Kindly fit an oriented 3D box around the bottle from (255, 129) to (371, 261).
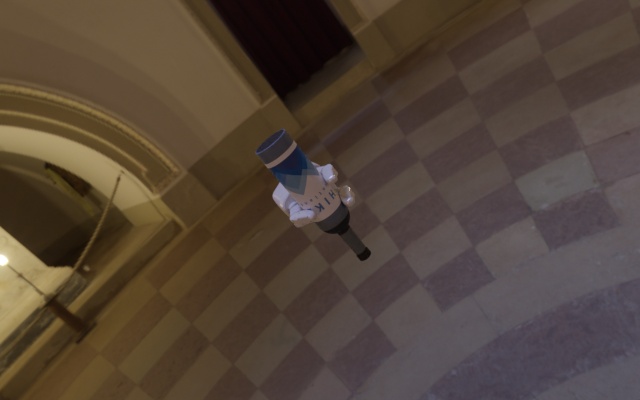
[{"bbox_3d":[0.000,0.003,0.881,0.069,0.296,0.069,-34,22,15],"label":"bottle"}]
